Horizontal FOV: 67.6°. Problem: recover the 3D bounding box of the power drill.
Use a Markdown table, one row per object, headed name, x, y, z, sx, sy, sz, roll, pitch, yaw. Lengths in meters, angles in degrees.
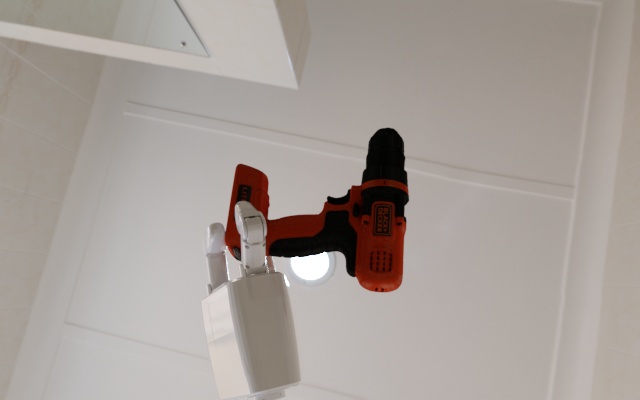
| name | x | y | z | sx | sy | sz | roll | pitch | yaw |
| --- | --- | --- | --- | --- | --- | --- | --- | --- | --- |
| power drill | 0.000 | 0.002 | 0.514 | 0.187 | 0.184 | 0.057 | 2 | -24 | 8 |
